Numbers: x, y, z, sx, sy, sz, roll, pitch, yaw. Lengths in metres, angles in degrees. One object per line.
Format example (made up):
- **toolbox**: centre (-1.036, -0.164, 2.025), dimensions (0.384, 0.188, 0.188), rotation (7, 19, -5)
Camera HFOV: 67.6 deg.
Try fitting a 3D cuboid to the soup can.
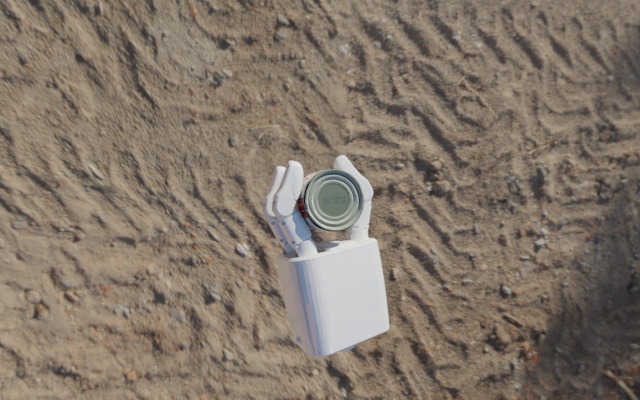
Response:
- **soup can**: centre (0.000, 0.001, 0.539), dimensions (0.068, 0.068, 0.102), rotation (0, -2, -17)
